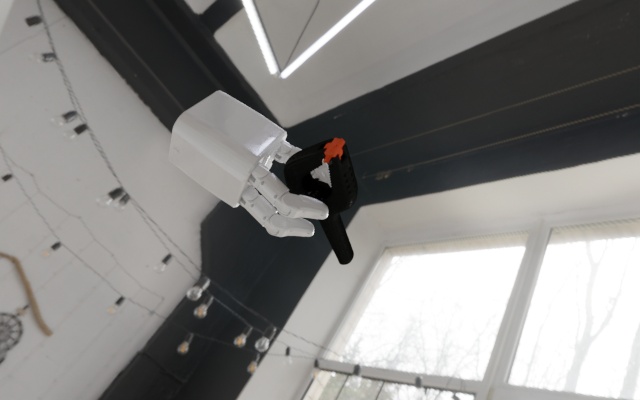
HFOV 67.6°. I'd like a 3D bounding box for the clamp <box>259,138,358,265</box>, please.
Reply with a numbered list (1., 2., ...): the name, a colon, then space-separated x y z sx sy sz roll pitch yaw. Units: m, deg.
1. clamp: 0.000 0.001 0.598 0.164 0.036 0.210 33 -35 -2
